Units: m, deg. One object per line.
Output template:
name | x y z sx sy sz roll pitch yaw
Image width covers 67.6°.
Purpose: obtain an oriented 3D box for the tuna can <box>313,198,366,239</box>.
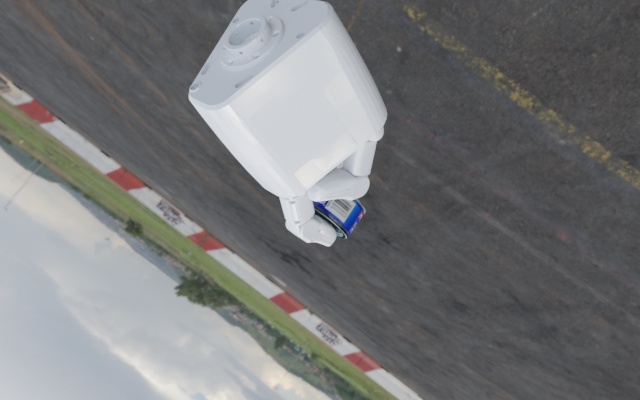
tuna can | 0.000 0.002 0.472 0.086 0.033 0.086 32 -11 7
